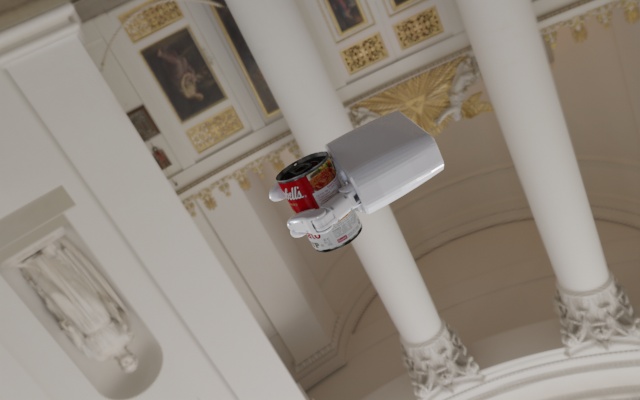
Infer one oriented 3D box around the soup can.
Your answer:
[{"bbox_3d":[0.000,0.002,0.570,0.068,0.102,0.068,-24,20,9],"label":"soup can"}]
